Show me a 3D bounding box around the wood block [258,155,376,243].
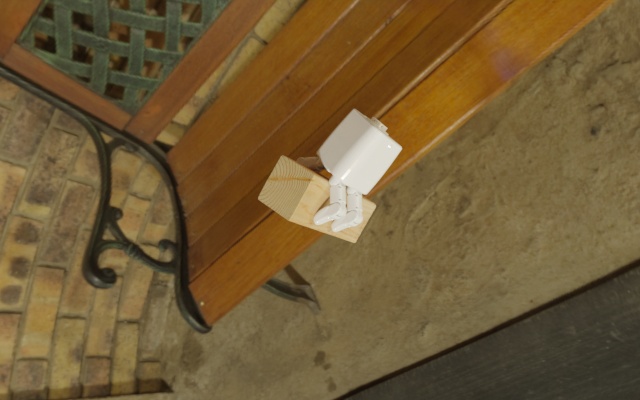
[{"bbox_3d":[0.000,0.002,0.875,0.090,0.090,0.206,33,6,39],"label":"wood block"}]
